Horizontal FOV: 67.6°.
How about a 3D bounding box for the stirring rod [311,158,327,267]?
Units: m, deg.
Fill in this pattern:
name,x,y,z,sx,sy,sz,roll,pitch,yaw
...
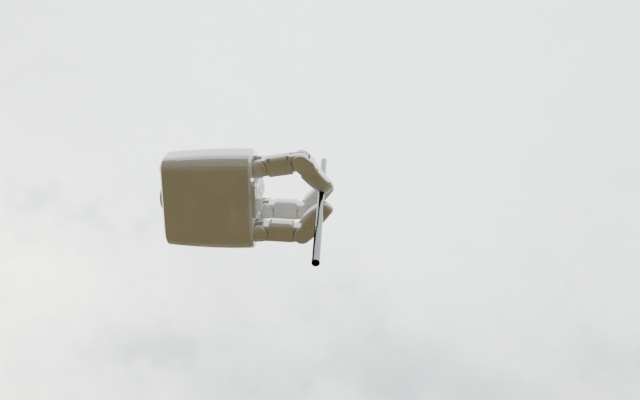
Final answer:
name,x,y,z,sx,sy,sz,roll,pitch,yaw
stirring rod,0.000,0.002,0.546,0.011,0.011,0.239,0,28,2
